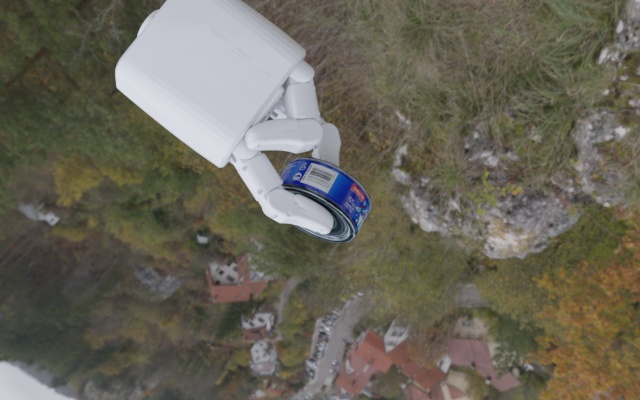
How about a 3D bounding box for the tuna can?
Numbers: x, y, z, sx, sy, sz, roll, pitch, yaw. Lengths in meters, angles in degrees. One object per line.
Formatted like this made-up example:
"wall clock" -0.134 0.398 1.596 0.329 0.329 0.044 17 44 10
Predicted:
"tuna can" 0.000 0.002 0.427 0.086 0.033 0.086 23 -26 12
